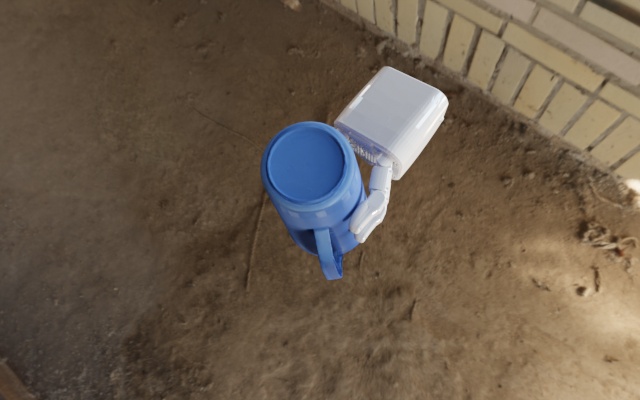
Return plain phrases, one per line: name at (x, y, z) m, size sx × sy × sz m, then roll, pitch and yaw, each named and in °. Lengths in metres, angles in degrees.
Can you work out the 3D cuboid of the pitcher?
pitcher at (0.000, 0.002, 0.633) m, size 0.149 × 0.145 × 0.243 m, roll 37°, pitch -8°, yaw 15°
